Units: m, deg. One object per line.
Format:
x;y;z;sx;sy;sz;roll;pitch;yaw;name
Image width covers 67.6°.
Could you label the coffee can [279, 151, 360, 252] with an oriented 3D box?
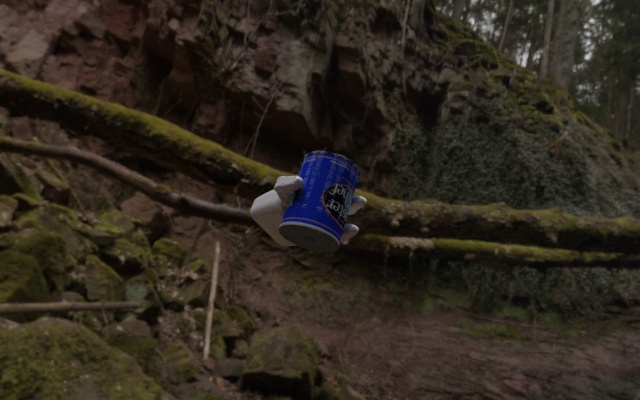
0.000;0.003;0.802;0.103;0.140;0.103;15;-24;7;coffee can
